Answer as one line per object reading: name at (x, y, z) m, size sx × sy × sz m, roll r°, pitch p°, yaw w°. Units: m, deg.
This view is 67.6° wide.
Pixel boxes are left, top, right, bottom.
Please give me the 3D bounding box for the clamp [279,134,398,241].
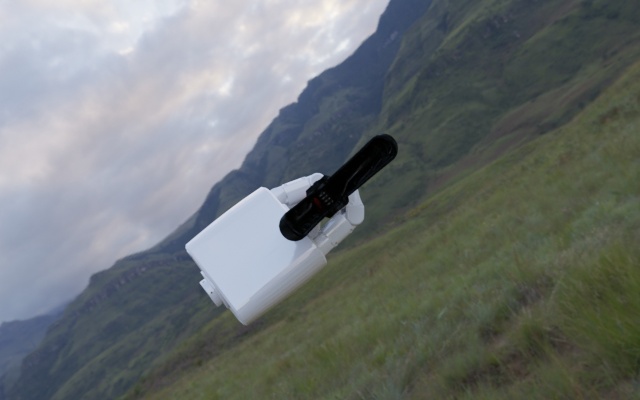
clamp at (0.000, 0.001, 0.449) m, size 0.120 × 0.039 × 0.171 m, roll -35°, pitch -4°, yaw -18°
